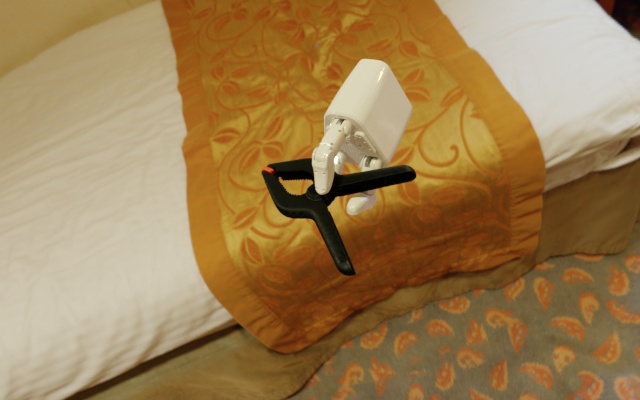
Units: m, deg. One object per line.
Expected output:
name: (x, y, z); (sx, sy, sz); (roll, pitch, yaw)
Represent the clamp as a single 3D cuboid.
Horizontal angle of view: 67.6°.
clamp: (0.000, 0.001, 0.629); (0.210, 0.164, 0.036); (16, -27, 28)
